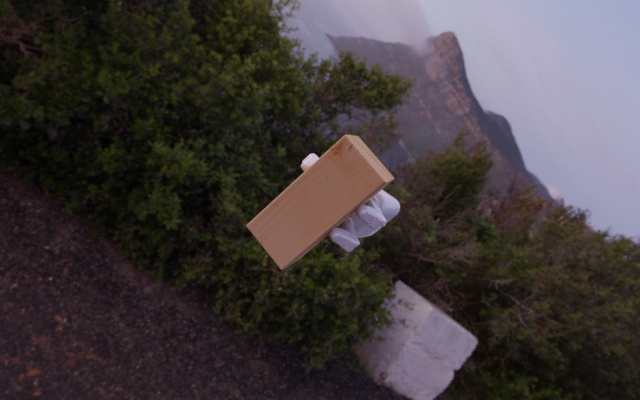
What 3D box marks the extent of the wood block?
[{"bbox_3d":[0.000,0.002,0.730,0.206,0.091,0.090,-42,-6,17],"label":"wood block"}]
